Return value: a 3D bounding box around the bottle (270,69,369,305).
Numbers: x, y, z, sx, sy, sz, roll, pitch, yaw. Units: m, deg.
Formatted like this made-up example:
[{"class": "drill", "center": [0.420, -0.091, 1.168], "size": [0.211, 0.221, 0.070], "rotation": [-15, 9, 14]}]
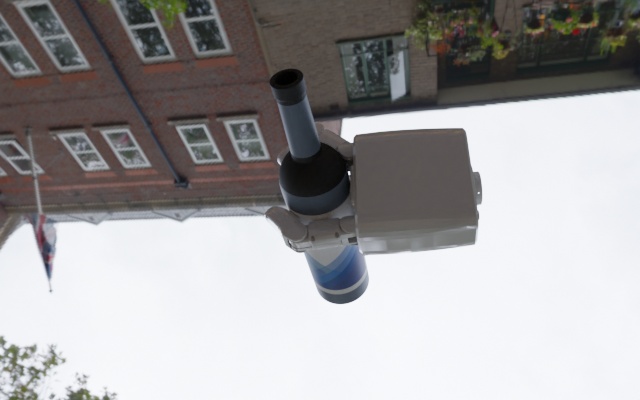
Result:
[{"class": "bottle", "center": [0.000, 0.002, 0.481], "size": [0.069, 0.069, 0.296], "rotation": [0, -41, 14]}]
